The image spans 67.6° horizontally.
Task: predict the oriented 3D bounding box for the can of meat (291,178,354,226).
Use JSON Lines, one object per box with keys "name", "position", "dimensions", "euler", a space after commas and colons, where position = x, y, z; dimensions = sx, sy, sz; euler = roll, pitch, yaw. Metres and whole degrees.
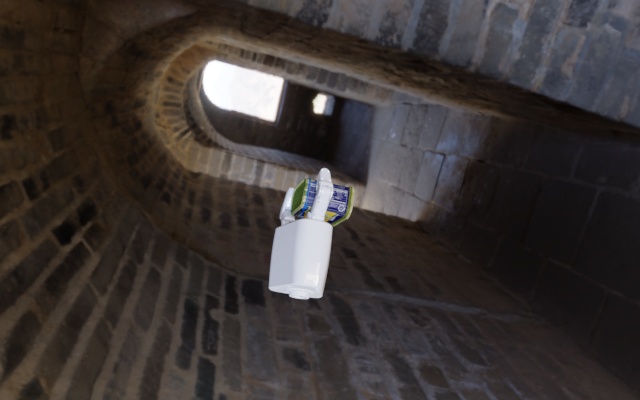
{"name": "can of meat", "position": [0.000, 0.003, 0.815], "dimensions": [0.084, 0.057, 0.102], "euler": [12, -16, -13]}
